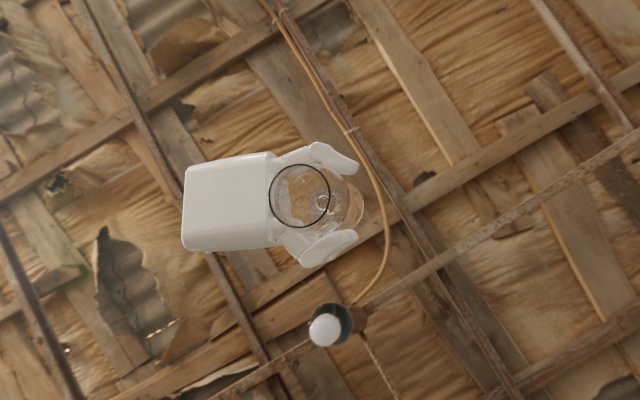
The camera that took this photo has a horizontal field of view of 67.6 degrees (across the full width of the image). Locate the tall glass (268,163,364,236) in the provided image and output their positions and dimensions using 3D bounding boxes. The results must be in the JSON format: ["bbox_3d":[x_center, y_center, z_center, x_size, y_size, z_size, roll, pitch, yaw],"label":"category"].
[{"bbox_3d":[0.000,0.002,0.548,0.079,0.079,0.201,0,-4,12],"label":"tall glass"}]
